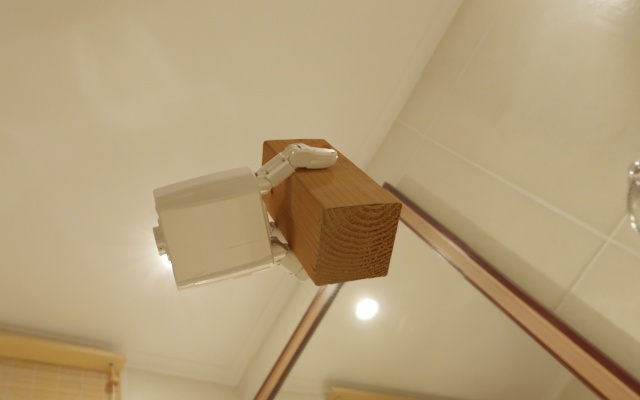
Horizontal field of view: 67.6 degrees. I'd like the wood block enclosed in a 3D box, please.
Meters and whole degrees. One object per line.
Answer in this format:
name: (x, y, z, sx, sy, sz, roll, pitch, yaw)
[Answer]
wood block: (0.000, 0.002, 0.566, 0.090, 0.091, 0.206, -4, 27, -23)
